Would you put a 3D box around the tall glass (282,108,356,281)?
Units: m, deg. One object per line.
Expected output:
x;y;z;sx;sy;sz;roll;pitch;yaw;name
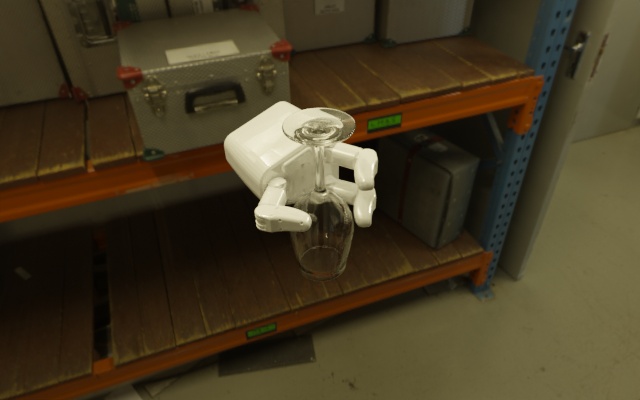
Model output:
0.000;0.001;0.540;0.079;0.201;0.079;-1;39;1;tall glass
